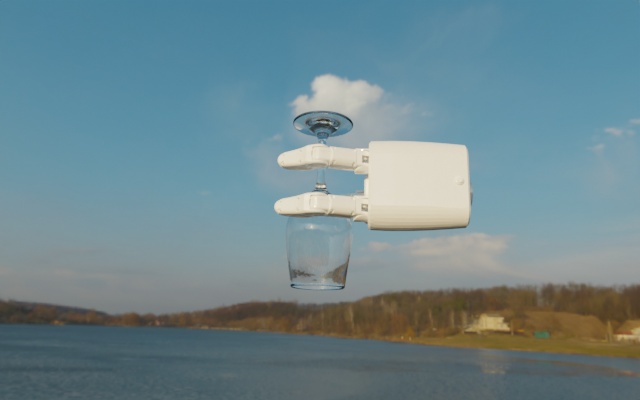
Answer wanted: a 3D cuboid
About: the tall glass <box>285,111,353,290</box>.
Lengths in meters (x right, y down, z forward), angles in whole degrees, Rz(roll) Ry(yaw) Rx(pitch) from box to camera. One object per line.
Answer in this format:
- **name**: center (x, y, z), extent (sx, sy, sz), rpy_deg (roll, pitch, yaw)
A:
- **tall glass**: center (0.000, 0.001, 0.562), extent (0.079, 0.201, 0.079), rpy_deg (2, -15, 1)
